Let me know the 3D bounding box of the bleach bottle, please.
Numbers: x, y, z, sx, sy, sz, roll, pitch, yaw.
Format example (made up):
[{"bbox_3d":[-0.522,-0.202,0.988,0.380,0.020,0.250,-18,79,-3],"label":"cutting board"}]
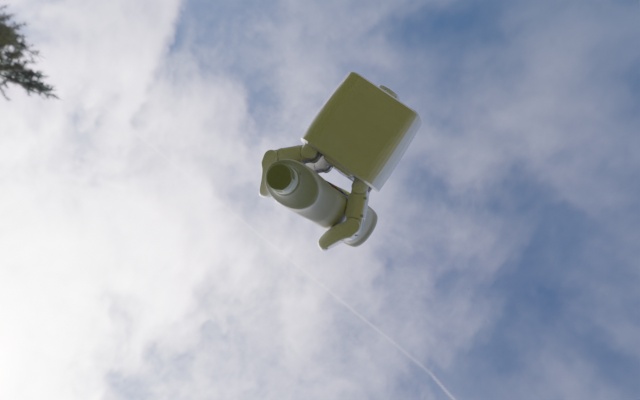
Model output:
[{"bbox_3d":[0.000,0.002,0.610,0.102,0.068,0.251,35,1,20],"label":"bleach bottle"}]
